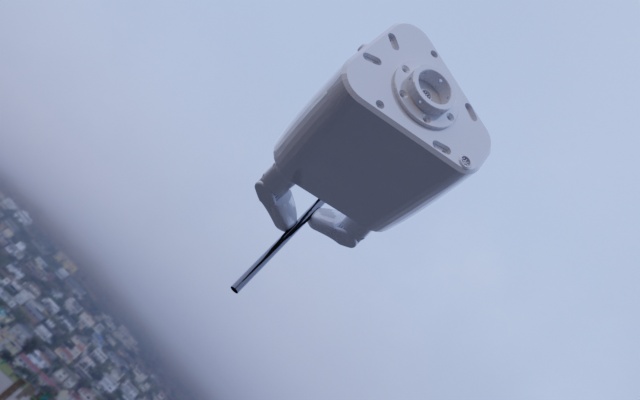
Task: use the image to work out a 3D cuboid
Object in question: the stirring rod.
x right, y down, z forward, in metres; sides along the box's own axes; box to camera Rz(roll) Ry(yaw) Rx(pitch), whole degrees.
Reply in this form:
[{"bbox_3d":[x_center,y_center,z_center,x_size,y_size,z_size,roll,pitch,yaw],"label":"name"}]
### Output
[{"bbox_3d":[0.000,0.002,0.452,0.011,0.011,0.239,0,36,46],"label":"stirring rod"}]
